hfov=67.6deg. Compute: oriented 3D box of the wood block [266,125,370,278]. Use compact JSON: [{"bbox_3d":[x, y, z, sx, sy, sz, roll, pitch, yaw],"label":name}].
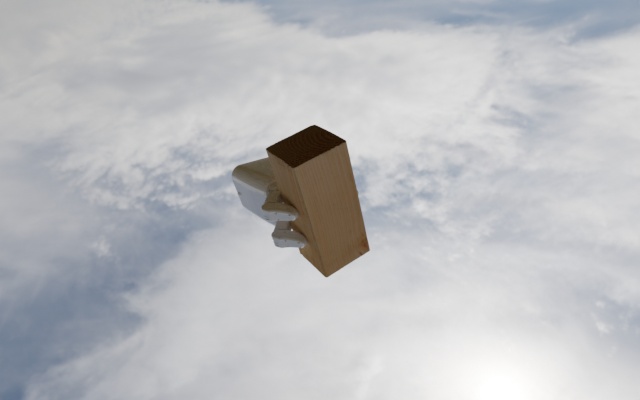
[{"bbox_3d":[0.000,0.002,0.735,0.091,0.206,0.090,-30,37,-20],"label":"wood block"}]
